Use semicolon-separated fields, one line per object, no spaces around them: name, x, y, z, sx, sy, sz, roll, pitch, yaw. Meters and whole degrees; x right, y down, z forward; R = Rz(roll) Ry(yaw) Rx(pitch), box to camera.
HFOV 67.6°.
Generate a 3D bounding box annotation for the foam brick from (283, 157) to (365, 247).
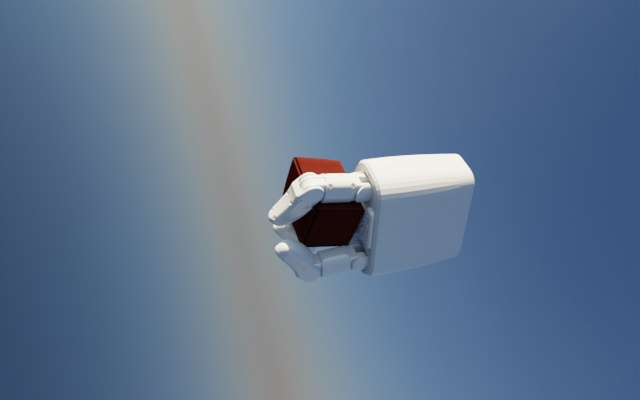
foam brick;0.000;0.001;0.475;0.051;0.053;0.078;0;45;-24
